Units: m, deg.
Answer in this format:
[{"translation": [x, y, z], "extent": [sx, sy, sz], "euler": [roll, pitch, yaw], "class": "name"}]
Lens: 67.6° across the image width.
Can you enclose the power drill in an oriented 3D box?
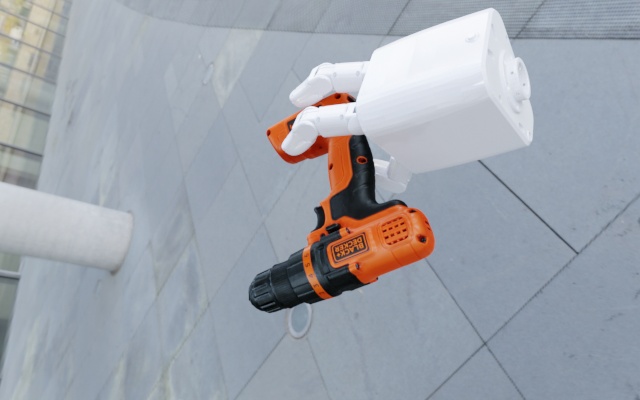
[{"translation": [0.000, 0.001, 0.463], "extent": [0.184, 0.187, 0.057], "euler": [-23, -29, 18], "class": "power drill"}]
